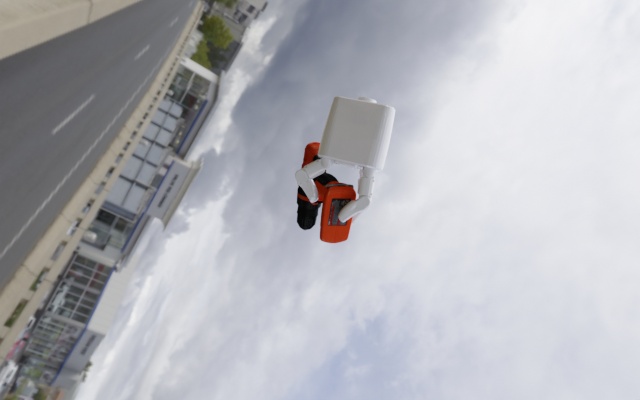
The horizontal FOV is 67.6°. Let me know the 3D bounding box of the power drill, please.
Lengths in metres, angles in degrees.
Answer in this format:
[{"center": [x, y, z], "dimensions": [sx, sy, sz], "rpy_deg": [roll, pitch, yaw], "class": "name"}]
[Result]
[{"center": [0.000, 0.003, 0.887], "dimensions": [0.057, 0.184, 0.187], "rpy_deg": [-2, 25, -20], "class": "power drill"}]
